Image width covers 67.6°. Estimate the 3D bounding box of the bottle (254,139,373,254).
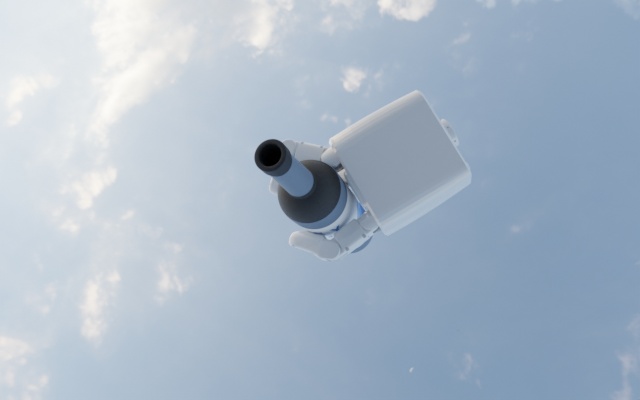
[{"bbox_3d":[0.000,0.002,0.508,0.069,0.069,0.296,0,-15,16],"label":"bottle"}]
